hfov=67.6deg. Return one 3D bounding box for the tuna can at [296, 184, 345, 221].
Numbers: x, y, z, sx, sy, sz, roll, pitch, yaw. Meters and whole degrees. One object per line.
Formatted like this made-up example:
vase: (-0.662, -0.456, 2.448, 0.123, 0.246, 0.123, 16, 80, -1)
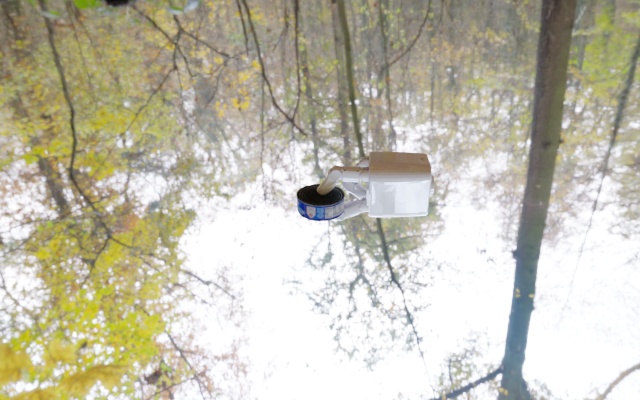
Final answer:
tuna can: (0.000, 0.003, 0.852, 0.086, 0.034, 0.086, 0, 28, 0)
